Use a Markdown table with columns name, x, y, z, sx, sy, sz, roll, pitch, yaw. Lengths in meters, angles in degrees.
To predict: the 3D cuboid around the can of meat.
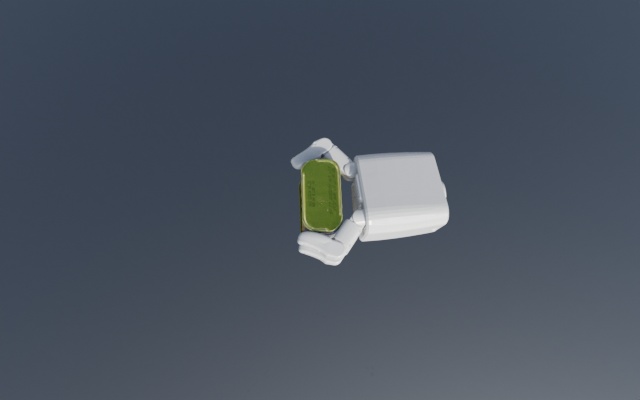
| name | x | y | z | sx | sy | sz | roll | pitch | yaw |
| --- | --- | --- | --- | --- | --- | --- | --- | --- | --- |
| can of meat | 0.000 | 0.002 | 0.641 | 0.057 | 0.102 | 0.084 | -2 | -14 | -3 |
